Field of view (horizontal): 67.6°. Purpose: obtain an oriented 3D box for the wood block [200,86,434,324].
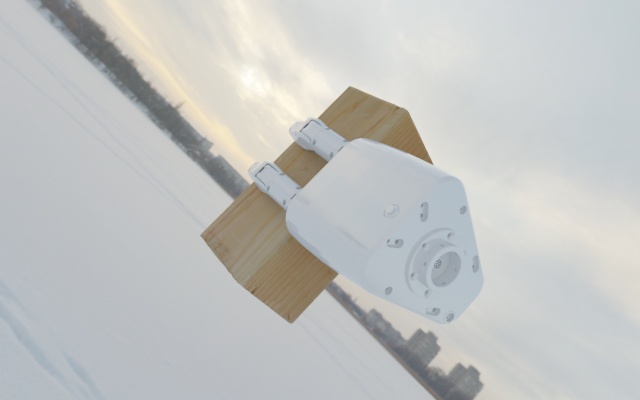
[{"bbox_3d":[0.001,0.002,0.461,0.090,0.206,0.091,37,-11,46],"label":"wood block"}]
